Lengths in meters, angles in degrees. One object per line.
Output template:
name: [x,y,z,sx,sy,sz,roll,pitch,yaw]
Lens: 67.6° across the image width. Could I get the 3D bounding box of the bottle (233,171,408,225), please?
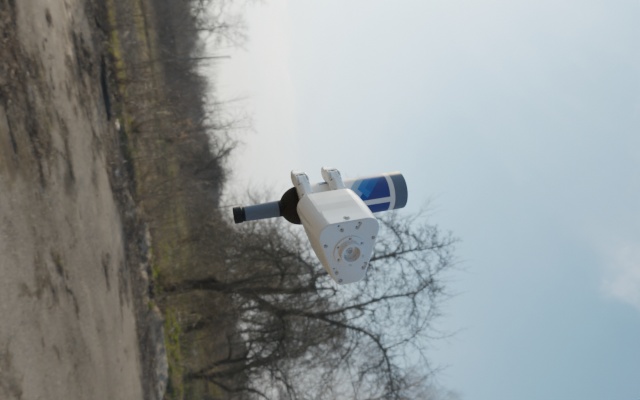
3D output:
bottle: [0.000,0.003,0.811,0.295,0.069,0.069,-9,2,-14]
